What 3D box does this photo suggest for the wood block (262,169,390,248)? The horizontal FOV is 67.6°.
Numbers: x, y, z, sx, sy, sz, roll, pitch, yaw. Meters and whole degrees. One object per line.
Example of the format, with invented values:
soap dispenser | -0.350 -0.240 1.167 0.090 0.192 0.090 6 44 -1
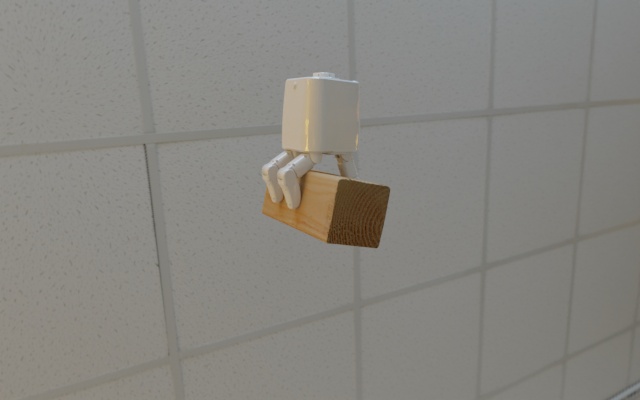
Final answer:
wood block | 0.000 0.002 0.725 0.091 0.090 0.206 8 6 -32
